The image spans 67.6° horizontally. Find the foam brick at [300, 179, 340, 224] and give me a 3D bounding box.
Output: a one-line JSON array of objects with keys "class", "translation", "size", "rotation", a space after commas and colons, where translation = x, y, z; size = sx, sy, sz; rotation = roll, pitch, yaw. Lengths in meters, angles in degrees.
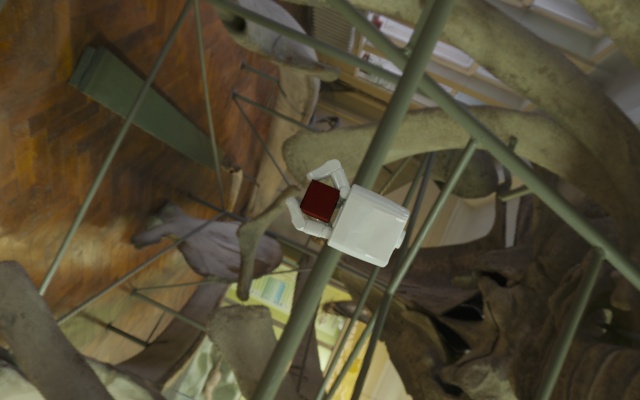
[{"class": "foam brick", "translation": [0.000, 0.003, 0.796], "size": [0.051, 0.053, 0.078], "rotation": [24, -6, 4]}]
